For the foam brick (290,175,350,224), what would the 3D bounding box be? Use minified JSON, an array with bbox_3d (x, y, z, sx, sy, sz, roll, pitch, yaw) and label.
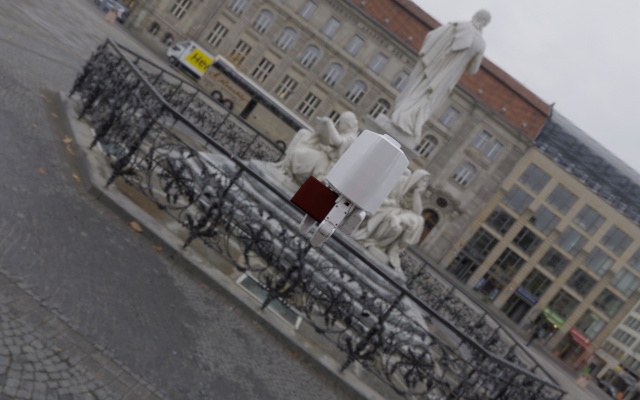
[{"bbox_3d":[0.000,0.002,0.755,0.078,0.051,0.053,37,5,0],"label":"foam brick"}]
